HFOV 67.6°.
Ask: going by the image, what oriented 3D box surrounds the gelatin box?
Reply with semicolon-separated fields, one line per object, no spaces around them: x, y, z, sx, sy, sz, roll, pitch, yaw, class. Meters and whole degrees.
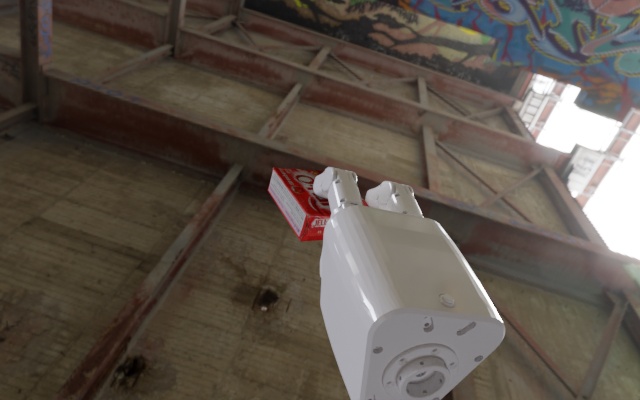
0.000;0.002;0.452;0.073;0.030;0.089;1;30;-29;gelatin box
